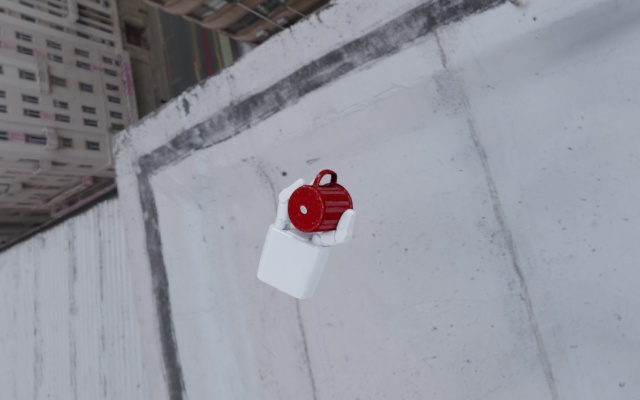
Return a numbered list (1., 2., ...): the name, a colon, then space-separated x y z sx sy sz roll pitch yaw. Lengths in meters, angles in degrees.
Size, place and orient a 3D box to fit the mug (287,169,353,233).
1. mug: 0.000 0.001 0.829 0.093 0.117 0.081 24 15 34
